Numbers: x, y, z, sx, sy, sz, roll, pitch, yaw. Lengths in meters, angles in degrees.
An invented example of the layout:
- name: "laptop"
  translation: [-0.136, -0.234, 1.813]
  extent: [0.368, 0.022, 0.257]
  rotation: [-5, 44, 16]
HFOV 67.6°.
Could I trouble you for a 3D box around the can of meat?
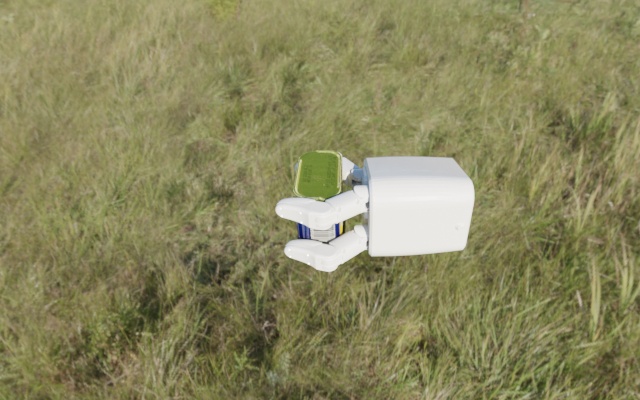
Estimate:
- name: "can of meat"
  translation: [0.000, 0.001, 0.551]
  extent: [0.057, 0.084, 0.102]
  rotation: [0, 38, 4]
